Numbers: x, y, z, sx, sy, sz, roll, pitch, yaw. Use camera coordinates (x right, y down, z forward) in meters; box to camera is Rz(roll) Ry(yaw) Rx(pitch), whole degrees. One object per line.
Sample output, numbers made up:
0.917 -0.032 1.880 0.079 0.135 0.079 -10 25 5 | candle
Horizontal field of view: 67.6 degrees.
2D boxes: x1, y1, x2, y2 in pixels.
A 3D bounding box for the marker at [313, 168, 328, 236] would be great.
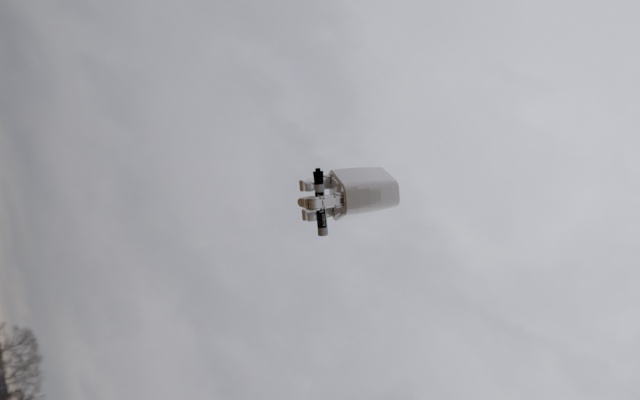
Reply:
0.000 0.003 0.846 0.020 0.121 0.020 -4 9 1 | marker
